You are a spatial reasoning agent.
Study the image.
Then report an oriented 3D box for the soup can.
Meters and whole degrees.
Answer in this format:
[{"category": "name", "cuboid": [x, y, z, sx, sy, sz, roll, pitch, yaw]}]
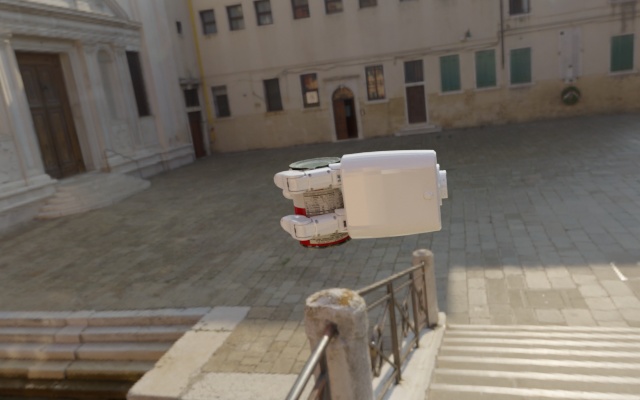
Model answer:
[{"category": "soup can", "cuboid": [0.000, 0.002, 0.598, 0.068, 0.102, 0.068, -7, 13, 2]}]
